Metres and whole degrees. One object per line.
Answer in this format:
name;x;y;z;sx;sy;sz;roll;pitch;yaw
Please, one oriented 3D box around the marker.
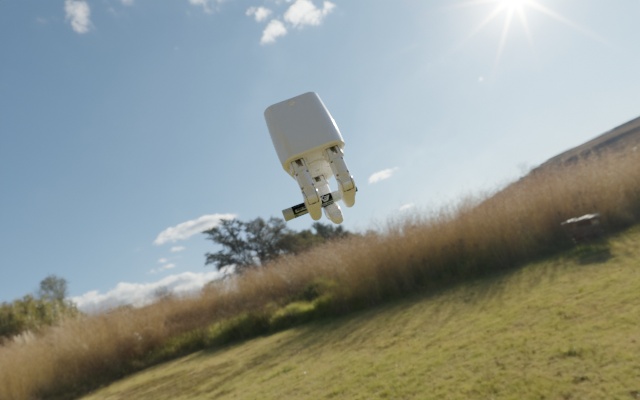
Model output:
marker;0.000;0.002;0.731;0.121;0.020;0.020;-21;3;-7
